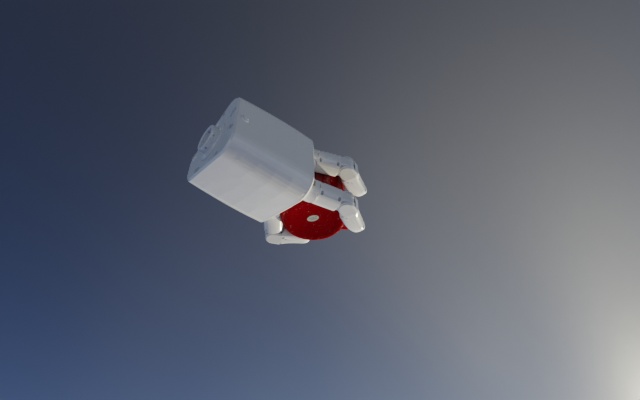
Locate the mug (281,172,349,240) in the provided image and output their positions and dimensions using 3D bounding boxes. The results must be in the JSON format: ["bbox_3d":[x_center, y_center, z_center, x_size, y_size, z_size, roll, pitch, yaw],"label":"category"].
[{"bbox_3d":[0.001,0.003,0.623,0.117,0.081,0.093,29,-52,-27],"label":"mug"}]
